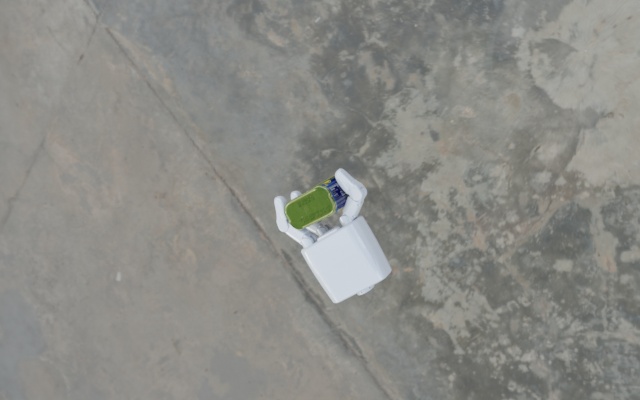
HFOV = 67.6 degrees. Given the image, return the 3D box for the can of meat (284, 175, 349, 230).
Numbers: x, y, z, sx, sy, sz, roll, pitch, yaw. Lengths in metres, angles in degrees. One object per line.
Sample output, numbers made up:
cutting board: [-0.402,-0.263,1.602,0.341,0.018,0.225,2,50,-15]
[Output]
can of meat: [0.000,0.003,0.791,0.102,0.057,0.084,-28,1,32]
